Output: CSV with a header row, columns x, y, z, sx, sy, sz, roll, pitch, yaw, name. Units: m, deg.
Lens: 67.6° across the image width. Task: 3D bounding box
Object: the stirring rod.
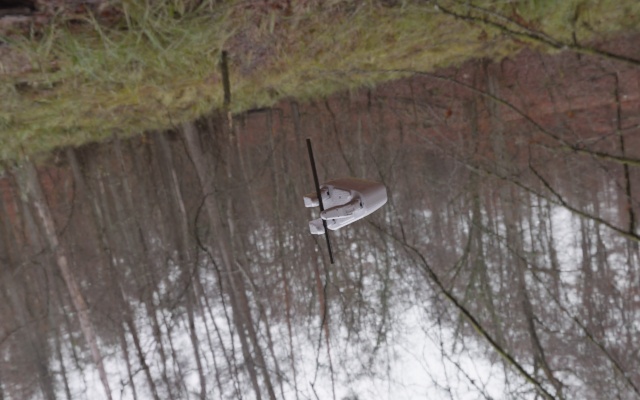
x,y,z,sx,sy,sz,roll,pitch,yaw,name
0.000,0.003,0.897,0.011,0.239,0.011,-11,8,1,stirring rod
